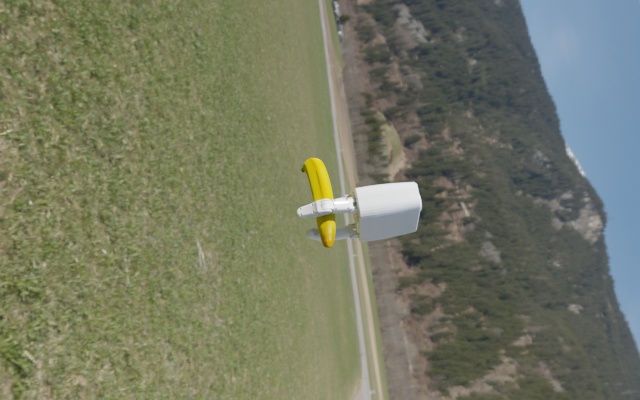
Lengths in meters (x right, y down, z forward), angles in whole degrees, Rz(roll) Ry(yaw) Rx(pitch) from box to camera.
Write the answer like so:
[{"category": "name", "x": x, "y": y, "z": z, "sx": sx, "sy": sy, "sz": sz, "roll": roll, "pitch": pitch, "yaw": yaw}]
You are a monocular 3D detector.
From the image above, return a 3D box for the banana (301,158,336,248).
[{"category": "banana", "x": 0.000, "y": -0.012, "z": 0.843, "sx": 0.037, "sy": 0.197, "sz": 0.070, "roll": -8, "pitch": -41, "yaw": -9}]
